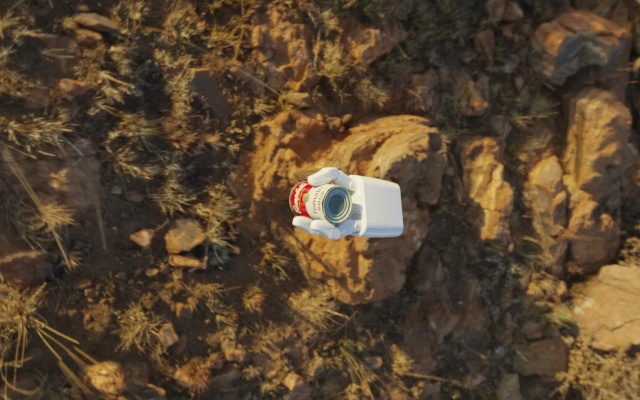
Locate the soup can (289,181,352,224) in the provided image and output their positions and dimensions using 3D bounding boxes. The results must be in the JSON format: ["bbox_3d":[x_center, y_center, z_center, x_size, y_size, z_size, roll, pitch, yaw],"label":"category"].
[{"bbox_3d":[0.000,0.003,0.856,0.068,0.068,0.102,0,6,-37],"label":"soup can"}]
